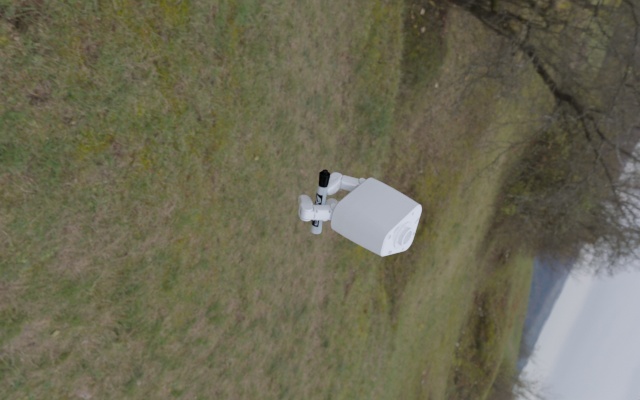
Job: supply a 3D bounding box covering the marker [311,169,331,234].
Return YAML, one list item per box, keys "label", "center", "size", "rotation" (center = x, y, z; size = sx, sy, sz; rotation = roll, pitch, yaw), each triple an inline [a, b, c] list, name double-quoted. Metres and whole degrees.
- label: "marker"
  center: [0.000, 0.003, 0.805]
  size: [0.020, 0.121, 0.020]
  rotation: [7, 31, -4]
